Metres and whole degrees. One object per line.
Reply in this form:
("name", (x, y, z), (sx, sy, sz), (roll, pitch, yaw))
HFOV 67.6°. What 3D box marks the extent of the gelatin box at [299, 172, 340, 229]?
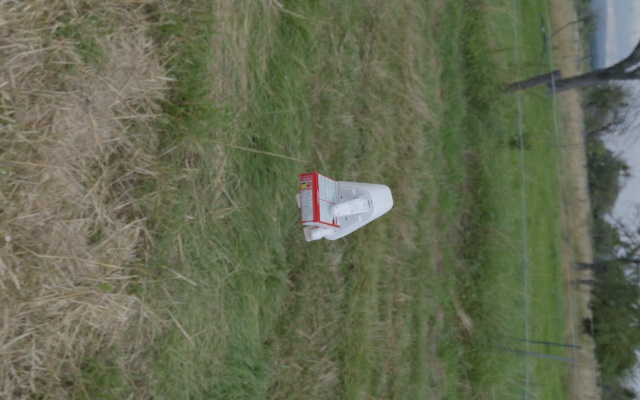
("gelatin box", (0.000, 0.002, 0.712), (0.030, 0.073, 0.089), (-6, -10, 23))
